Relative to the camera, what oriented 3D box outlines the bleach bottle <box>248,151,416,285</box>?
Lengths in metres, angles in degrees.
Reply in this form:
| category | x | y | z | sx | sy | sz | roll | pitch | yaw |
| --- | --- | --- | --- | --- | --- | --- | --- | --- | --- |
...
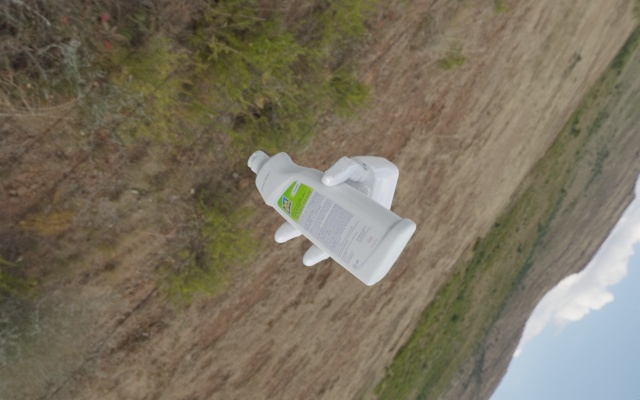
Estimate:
| category | x | y | z | sx | sy | sz | roll | pitch | yaw |
| --- | --- | --- | --- | --- | --- | --- | --- | --- | --- |
| bleach bottle | 0.000 | 0.002 | 0.658 | 0.250 | 0.102 | 0.068 | 37 | 22 | 21 |
